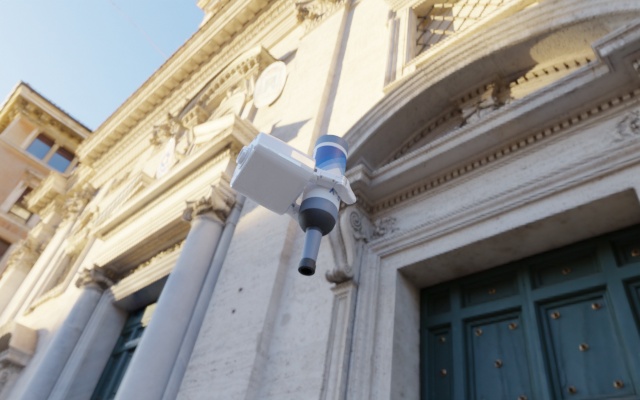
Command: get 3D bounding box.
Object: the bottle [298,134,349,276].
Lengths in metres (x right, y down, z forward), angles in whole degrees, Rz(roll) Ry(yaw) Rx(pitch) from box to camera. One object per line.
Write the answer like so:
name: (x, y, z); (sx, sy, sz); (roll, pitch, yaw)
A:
bottle: (0.000, 0.003, 0.839); (0.069, 0.295, 0.069); (6, -42, 6)
